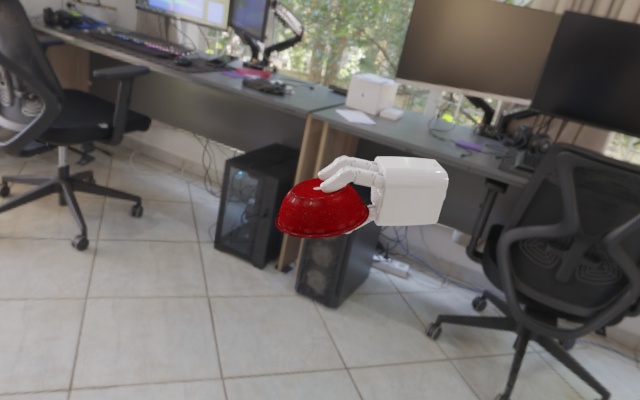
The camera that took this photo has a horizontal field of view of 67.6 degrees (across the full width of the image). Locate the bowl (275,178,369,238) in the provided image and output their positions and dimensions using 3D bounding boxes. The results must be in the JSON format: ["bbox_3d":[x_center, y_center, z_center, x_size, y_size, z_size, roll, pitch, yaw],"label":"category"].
[{"bbox_3d":[-0.001,0.003,0.803,0.162,0.055,0.162,-6,24,3],"label":"bowl"}]
